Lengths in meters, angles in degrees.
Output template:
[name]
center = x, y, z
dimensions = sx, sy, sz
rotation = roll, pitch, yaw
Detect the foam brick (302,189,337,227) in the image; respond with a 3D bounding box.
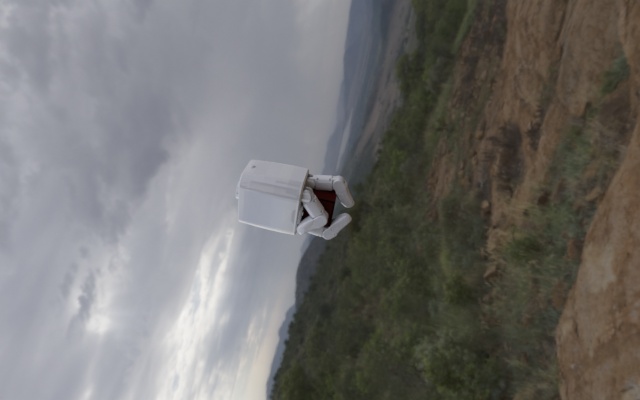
[foam brick]
center = 0.000, 0.003, 0.851
dimensions = 0.051, 0.053, 0.078
rotation = 12, 26, 1
